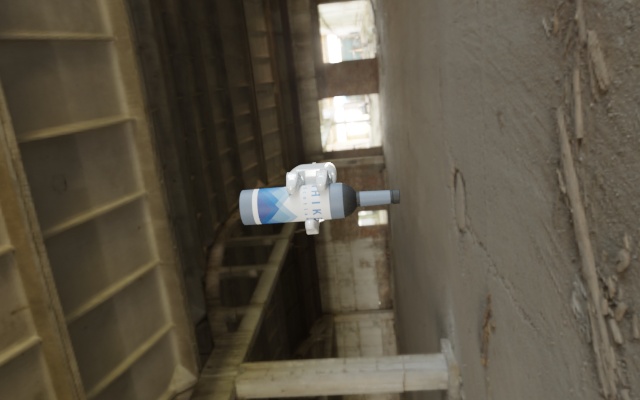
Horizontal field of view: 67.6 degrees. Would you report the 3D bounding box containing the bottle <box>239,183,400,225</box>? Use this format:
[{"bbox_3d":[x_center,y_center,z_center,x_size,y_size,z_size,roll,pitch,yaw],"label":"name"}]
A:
[{"bbox_3d":[0.000,0.003,0.897,0.296,0.069,0.069,-4,0,5],"label":"bottle"}]
